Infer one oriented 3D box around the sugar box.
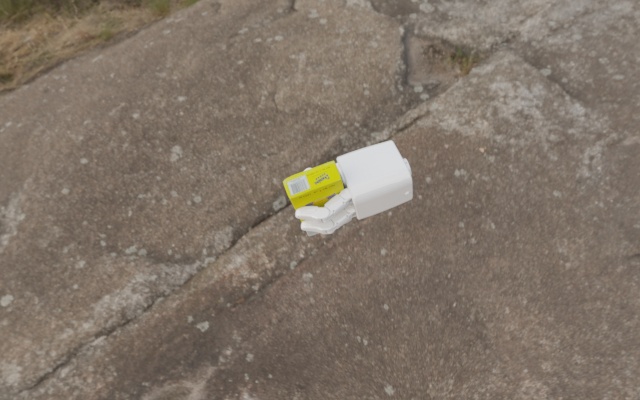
[{"bbox_3d":[0.000,0.003,0.855,0.093,0.048,0.176,-20,-29,1],"label":"sugar box"}]
